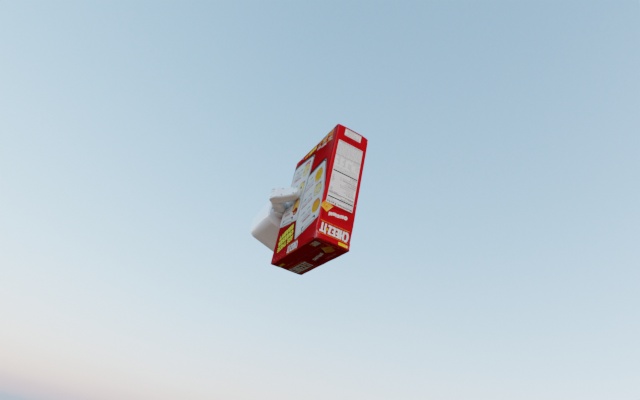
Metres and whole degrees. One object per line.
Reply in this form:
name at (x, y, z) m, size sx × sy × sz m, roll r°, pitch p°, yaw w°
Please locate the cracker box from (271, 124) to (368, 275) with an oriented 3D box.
cracker box at (0.000, 0.002, 0.810) m, size 0.072 × 0.213 × 0.164 m, roll 23°, pitch -30°, yaw -20°
